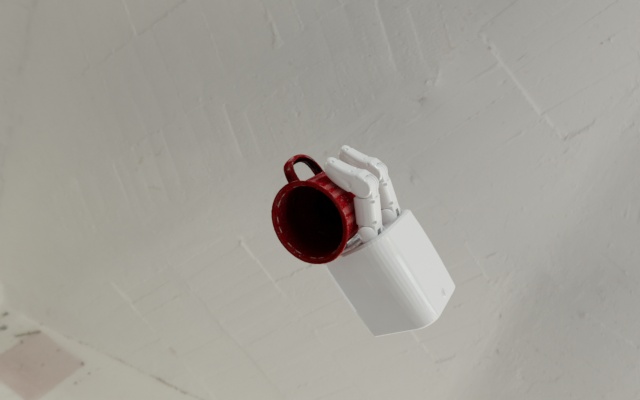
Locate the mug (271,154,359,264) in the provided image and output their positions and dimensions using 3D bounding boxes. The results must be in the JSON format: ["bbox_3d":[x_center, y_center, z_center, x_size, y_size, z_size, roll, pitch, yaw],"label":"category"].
[{"bbox_3d":[-0.001,0.000,0.528,0.093,0.117,0.081,-32,0,35],"label":"mug"}]
